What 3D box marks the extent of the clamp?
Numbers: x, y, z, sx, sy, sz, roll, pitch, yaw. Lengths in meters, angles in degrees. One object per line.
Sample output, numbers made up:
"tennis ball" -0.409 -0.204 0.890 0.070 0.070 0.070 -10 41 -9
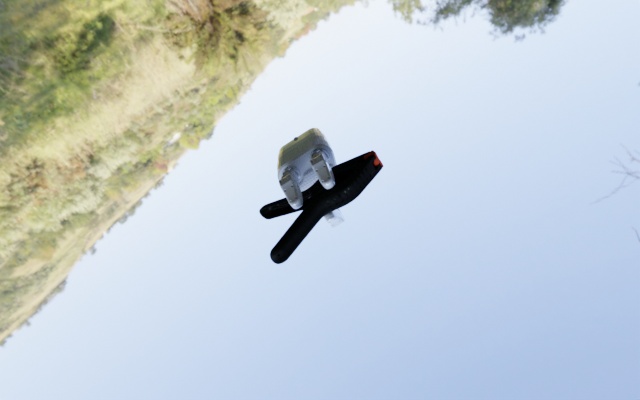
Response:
"clamp" 0.001 0.002 0.695 0.210 0.036 0.164 -32 27 9
